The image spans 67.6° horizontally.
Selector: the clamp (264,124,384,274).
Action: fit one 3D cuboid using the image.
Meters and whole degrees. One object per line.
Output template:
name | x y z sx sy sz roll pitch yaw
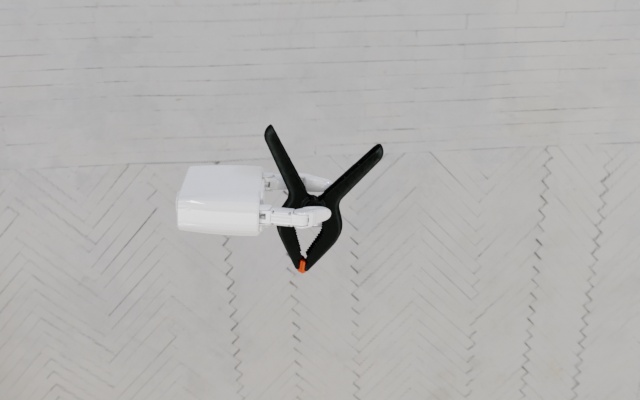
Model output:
clamp | 0.000 0.003 0.674 0.164 0.210 0.036 3 16 -3
